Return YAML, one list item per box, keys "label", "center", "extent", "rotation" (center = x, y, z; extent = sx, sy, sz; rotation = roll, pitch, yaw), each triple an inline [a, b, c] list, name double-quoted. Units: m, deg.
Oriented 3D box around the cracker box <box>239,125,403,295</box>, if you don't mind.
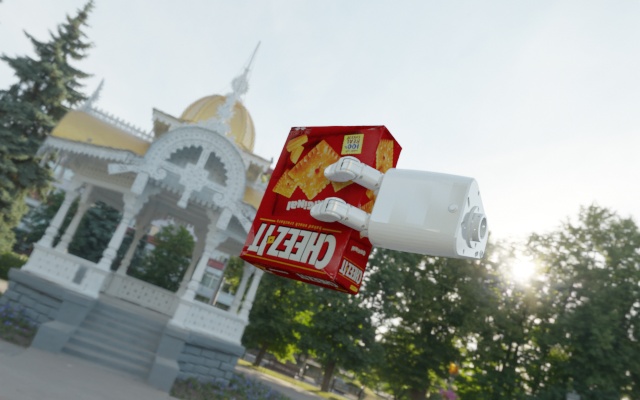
- label: "cracker box"
  center: [0.000, 0.002, 0.650]
  extent: [0.164, 0.213, 0.072]
  rotation: [7, -21, 37]
